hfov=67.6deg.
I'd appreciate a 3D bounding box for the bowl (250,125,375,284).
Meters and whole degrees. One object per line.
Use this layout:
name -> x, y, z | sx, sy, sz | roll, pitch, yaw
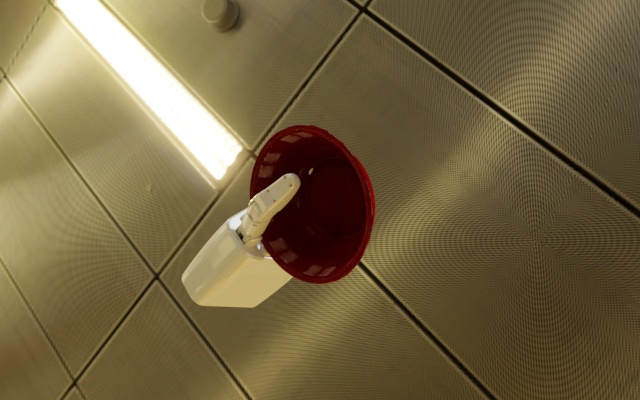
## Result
bowl -> 0.001, 0.001, 0.496 | 0.162, 0.162, 0.055 | 0, 9, 41
